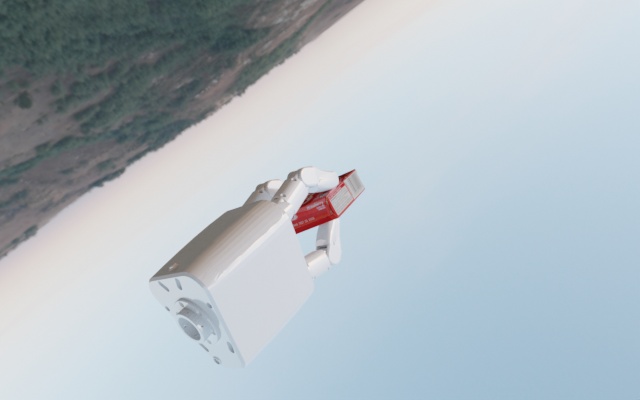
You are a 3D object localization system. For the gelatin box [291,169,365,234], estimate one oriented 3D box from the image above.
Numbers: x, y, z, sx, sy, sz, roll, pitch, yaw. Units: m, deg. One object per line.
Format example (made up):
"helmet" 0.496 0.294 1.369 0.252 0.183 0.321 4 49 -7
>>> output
"gelatin box" 0.000 0.002 0.536 0.073 0.030 0.089 -22 12 32
